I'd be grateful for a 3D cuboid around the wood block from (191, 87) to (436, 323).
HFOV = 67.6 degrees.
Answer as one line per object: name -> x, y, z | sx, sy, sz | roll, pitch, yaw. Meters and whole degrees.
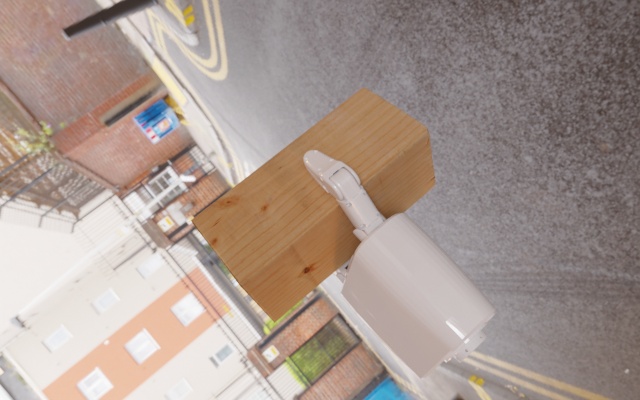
wood block -> 0.000, 0.002, 0.449 | 0.090, 0.206, 0.091 | 43, -13, 36
